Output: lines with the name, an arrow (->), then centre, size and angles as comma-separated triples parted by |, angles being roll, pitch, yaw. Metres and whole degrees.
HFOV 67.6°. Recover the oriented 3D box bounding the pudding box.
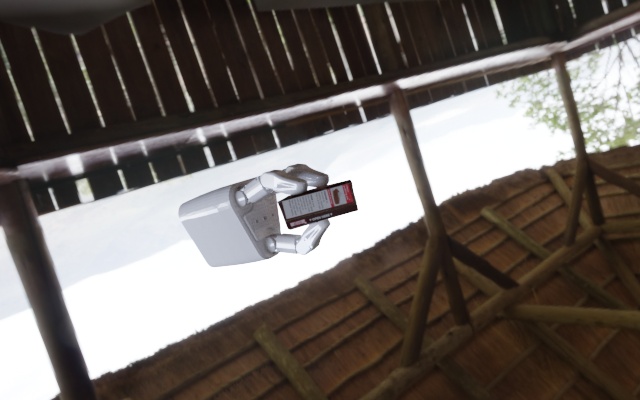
pudding box -> 0.000, 0.002, 0.596 | 0.090, 0.039, 0.113 | -16, 5, 3
